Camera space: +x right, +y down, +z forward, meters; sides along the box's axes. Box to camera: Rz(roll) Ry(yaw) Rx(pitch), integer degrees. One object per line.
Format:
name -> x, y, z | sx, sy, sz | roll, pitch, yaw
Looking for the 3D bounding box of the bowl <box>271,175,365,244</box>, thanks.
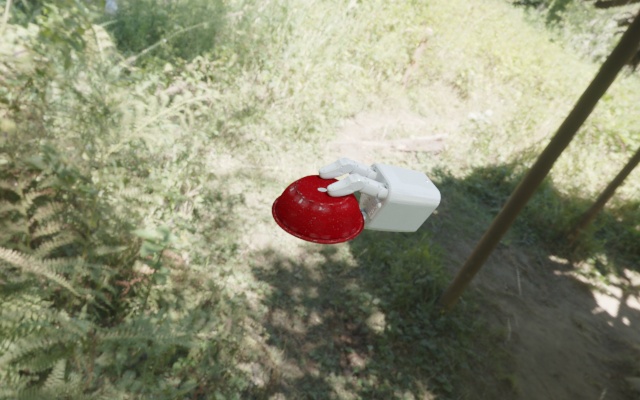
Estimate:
bowl -> -0.001, 0.002, 0.801 | 0.162, 0.055, 0.162 | 7, 33, -5
